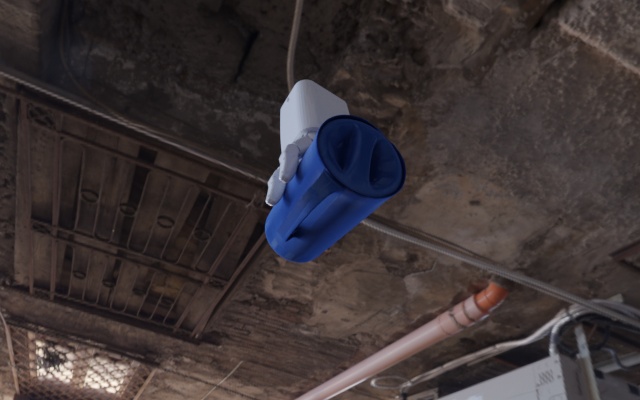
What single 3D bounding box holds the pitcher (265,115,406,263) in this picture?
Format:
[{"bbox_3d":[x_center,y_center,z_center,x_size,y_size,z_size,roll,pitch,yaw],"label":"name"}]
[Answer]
[{"bbox_3d":[0.000,0.002,0.701,0.149,0.145,0.243,9,-35,-25],"label":"pitcher"}]
